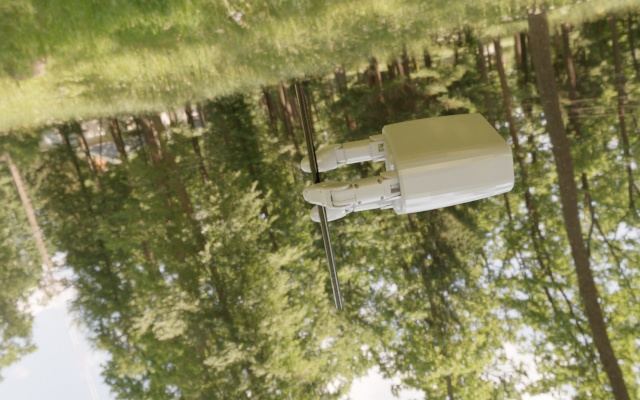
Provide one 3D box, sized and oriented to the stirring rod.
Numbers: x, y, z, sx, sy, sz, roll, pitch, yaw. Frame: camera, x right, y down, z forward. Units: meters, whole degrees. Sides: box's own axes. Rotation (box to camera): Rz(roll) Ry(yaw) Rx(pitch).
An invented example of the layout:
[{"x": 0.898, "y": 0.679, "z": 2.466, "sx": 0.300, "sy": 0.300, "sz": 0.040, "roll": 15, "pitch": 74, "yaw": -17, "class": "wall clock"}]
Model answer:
[{"x": 0.000, "y": 0.002, "z": 0.492, "sx": 0.011, "sy": 0.239, "sz": 0.011, "roll": -10, "pitch": 14, "yaw": 2, "class": "stirring rod"}]
